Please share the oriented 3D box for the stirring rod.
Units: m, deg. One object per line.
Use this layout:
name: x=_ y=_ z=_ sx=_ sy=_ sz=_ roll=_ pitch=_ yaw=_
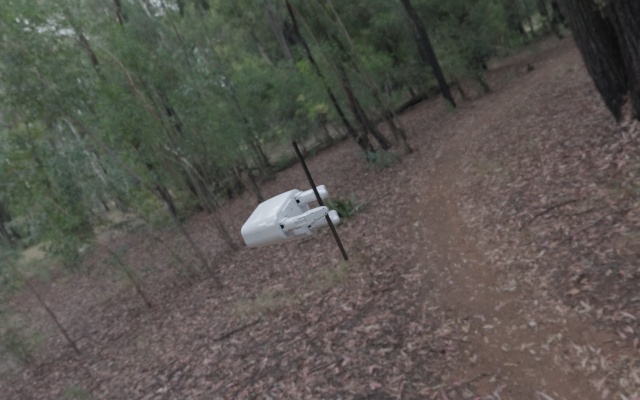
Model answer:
stirring rod: x=0.000 y=0.003 z=0.880 sx=0.011 sy=0.239 sz=0.011 roll=-24 pitch=8 yaw=4
